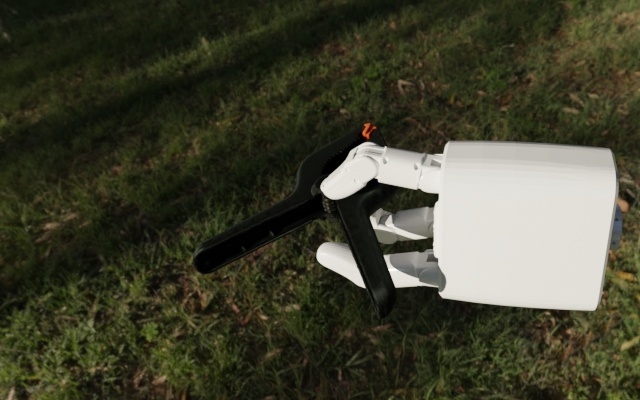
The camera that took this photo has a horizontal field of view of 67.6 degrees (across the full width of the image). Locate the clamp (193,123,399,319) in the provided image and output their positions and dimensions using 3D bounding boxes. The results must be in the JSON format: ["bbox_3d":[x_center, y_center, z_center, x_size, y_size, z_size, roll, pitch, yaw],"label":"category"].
[{"bbox_3d":[0.000,0.000,0.408,0.164,0.036,0.209,5,42,19],"label":"clamp"}]
